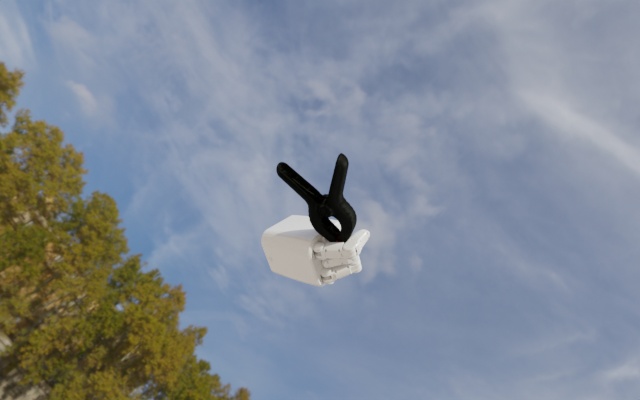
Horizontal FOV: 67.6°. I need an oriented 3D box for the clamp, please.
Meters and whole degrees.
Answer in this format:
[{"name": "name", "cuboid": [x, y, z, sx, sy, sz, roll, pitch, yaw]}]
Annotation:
[{"name": "clamp", "cuboid": [0.001, 0.002, 0.746, 0.120, 0.172, 0.039, 7, 36, 30]}]
